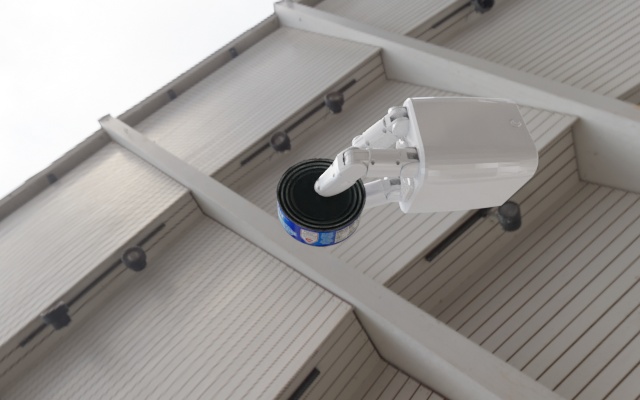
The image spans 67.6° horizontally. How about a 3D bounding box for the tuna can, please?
[{"bbox_3d":[0.000,0.002,0.468,0.086,0.086,0.034,0,-35,-4],"label":"tuna can"}]
